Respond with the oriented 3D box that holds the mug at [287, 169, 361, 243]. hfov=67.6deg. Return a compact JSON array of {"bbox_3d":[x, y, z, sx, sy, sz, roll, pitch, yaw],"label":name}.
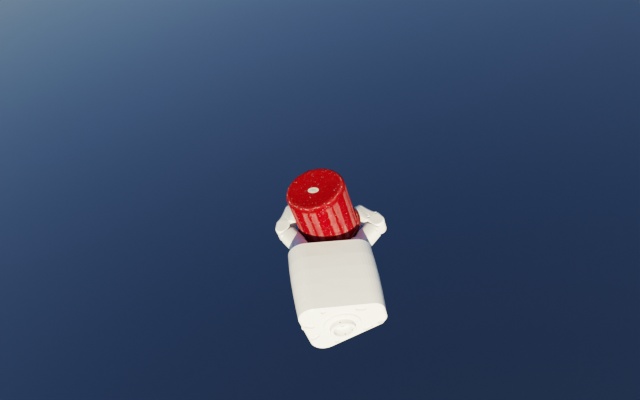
[{"bbox_3d":[0.000,0.001,0.672,0.093,0.117,0.082,-18,-46,3],"label":"mug"}]
